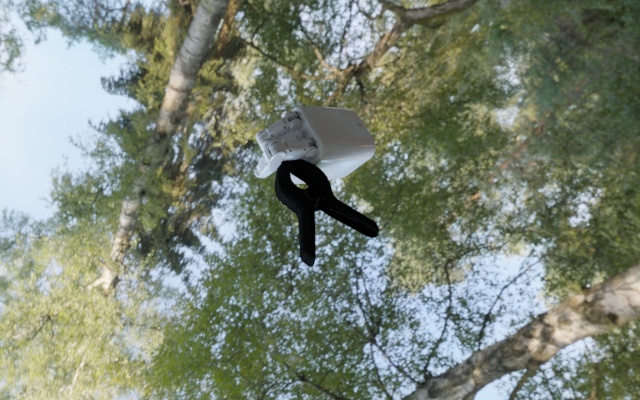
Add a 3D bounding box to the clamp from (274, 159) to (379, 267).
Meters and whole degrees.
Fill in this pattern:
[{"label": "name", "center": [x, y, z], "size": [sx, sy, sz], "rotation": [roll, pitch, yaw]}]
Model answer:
[{"label": "clamp", "center": [0.000, 0.002, 0.642], "size": [0.120, 0.171, 0.039], "rotation": [-8, -30, -33]}]
